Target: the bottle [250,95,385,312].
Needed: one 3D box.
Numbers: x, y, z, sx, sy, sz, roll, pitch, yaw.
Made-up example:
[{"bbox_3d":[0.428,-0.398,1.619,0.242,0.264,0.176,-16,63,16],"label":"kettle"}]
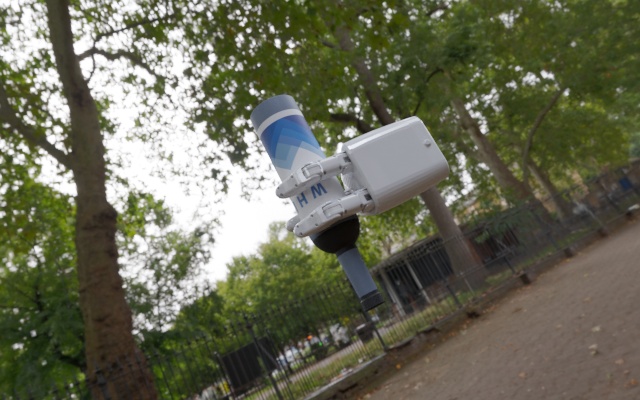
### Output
[{"bbox_3d":[0.000,0.002,0.610,0.069,0.295,0.069,-25,-16,-8],"label":"bottle"}]
